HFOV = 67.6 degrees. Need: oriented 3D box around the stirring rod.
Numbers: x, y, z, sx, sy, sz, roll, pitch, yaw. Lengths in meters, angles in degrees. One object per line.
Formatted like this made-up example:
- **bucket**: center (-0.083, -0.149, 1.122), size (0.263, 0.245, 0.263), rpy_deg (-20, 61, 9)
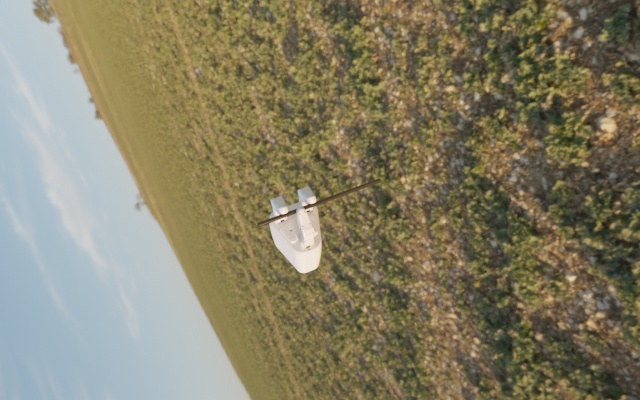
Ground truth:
- **stirring rod**: center (0.000, 0.003, 0.860), size (0.239, 0.011, 0.011), rpy_deg (-20, 4, -12)
